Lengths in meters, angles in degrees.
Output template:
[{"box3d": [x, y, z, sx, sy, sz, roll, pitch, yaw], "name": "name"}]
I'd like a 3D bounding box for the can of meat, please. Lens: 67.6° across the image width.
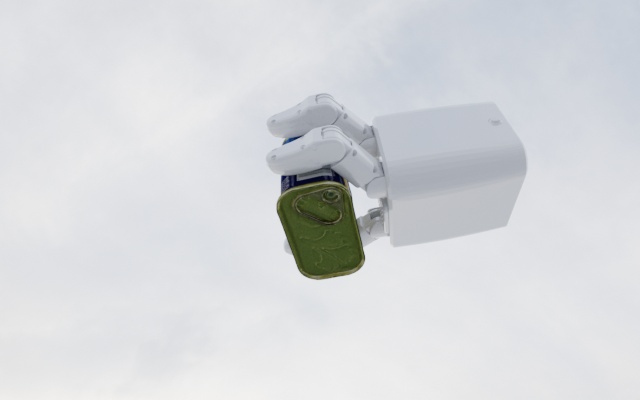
[{"box3d": [0.000, 0.001, 0.404, 0.057, 0.102, 0.083, -11, 40, 6], "name": "can of meat"}]
